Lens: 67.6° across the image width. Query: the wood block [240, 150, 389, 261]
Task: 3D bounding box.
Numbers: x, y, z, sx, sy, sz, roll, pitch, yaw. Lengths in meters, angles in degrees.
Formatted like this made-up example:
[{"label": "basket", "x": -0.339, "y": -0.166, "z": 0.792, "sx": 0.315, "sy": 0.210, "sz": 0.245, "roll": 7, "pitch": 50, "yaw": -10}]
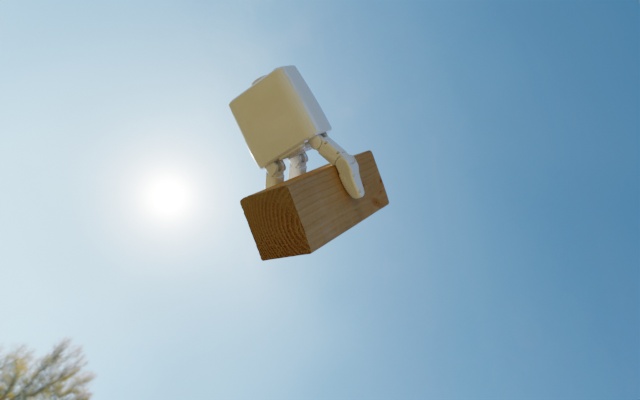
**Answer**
[{"label": "wood block", "x": 0.000, "y": 0.002, "z": 0.673, "sx": 0.091, "sy": 0.090, "sz": 0.206, "roll": -14, "pitch": 8, "yaw": 39}]
